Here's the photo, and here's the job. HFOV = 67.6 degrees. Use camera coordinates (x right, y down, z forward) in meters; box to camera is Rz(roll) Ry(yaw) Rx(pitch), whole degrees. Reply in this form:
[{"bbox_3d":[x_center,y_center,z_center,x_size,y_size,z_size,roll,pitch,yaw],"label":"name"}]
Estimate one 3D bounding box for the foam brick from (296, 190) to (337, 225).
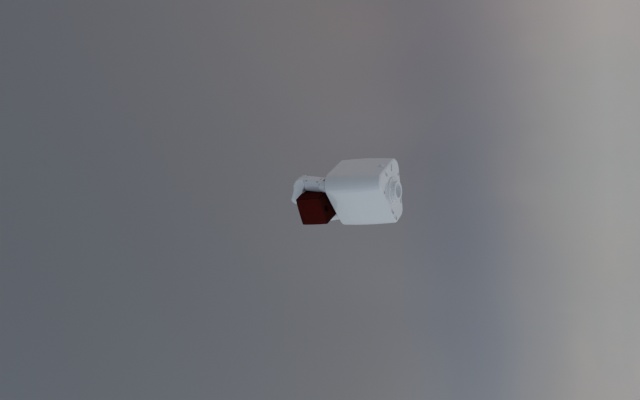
[{"bbox_3d":[0.000,0.003,0.872,0.051,0.053,0.078,-2,28,31],"label":"foam brick"}]
